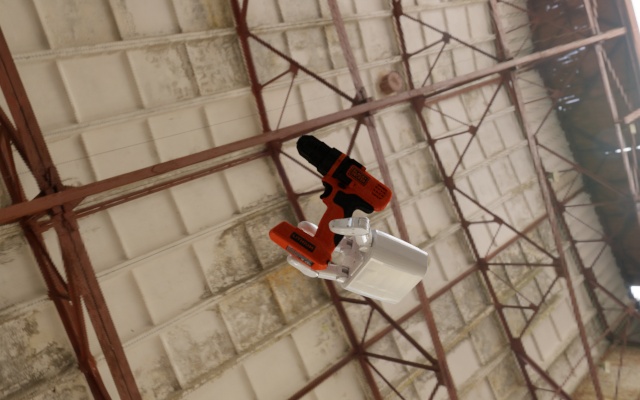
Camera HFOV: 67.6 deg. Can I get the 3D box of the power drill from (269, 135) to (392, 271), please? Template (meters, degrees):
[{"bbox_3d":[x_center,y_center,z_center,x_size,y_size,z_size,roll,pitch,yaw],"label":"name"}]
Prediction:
[{"bbox_3d":[0.000,0.003,0.771,0.184,0.187,0.057,35,-18,3],"label":"power drill"}]
